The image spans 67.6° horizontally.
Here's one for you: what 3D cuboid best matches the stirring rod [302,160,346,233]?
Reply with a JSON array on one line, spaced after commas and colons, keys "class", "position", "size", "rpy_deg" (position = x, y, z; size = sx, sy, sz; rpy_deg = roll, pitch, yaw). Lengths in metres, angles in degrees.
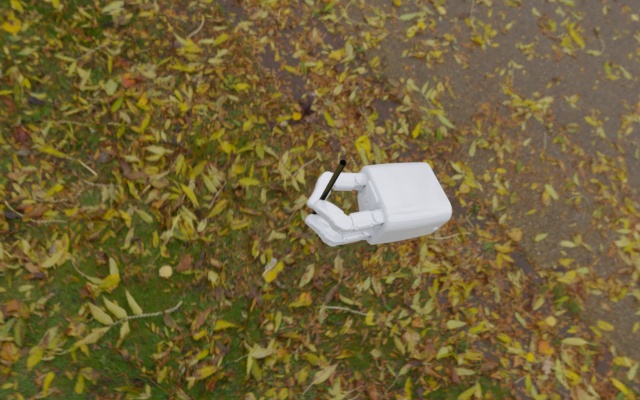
[{"class": "stirring rod", "position": [0.000, 0.002, 0.666], "size": [0.011, 0.011, 0.240], "rpy_deg": [0, -23, -14]}]
